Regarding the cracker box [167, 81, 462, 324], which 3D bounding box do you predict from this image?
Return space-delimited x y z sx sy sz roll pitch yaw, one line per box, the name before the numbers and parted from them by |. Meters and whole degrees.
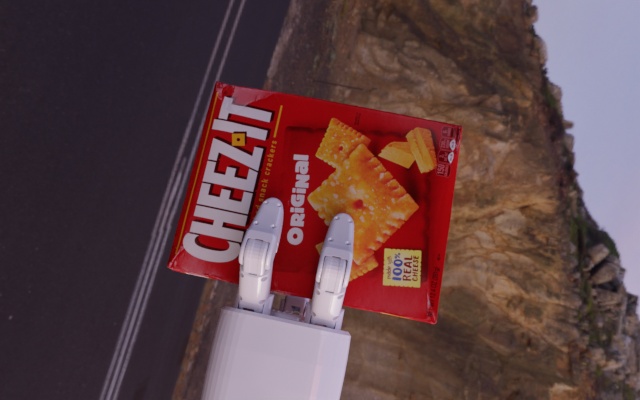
cracker box | 0.000 0.001 0.405 0.213 0.164 0.072 11 -11 3
